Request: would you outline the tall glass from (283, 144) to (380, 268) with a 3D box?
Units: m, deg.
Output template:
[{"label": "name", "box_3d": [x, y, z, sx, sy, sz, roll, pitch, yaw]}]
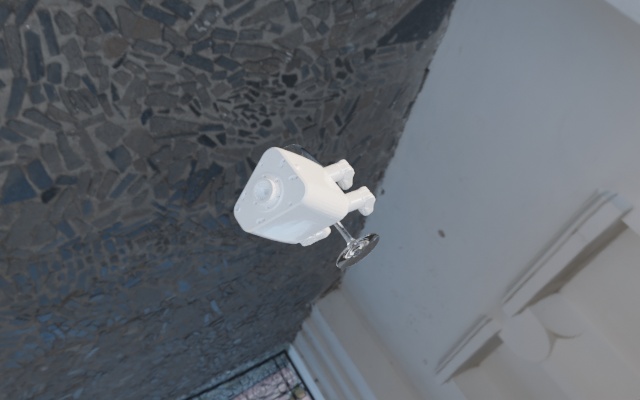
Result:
[{"label": "tall glass", "box_3d": [0.001, 0.003, 0.724, 0.079, 0.201, 0.079, -28, -29, -17]}]
